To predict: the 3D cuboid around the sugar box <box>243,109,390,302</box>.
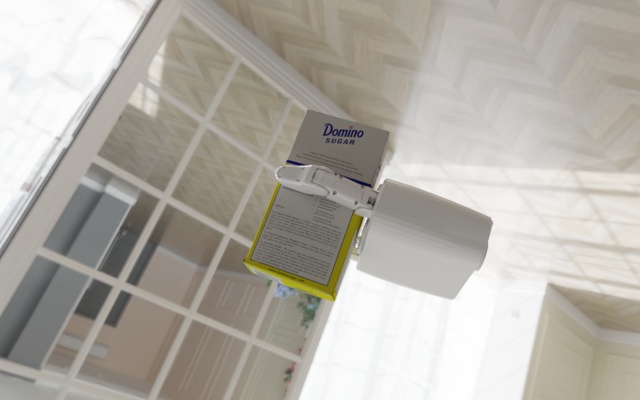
[{"bbox_3d":[0.000,0.002,0.482,0.093,0.176,0.048,18,-19,11],"label":"sugar box"}]
